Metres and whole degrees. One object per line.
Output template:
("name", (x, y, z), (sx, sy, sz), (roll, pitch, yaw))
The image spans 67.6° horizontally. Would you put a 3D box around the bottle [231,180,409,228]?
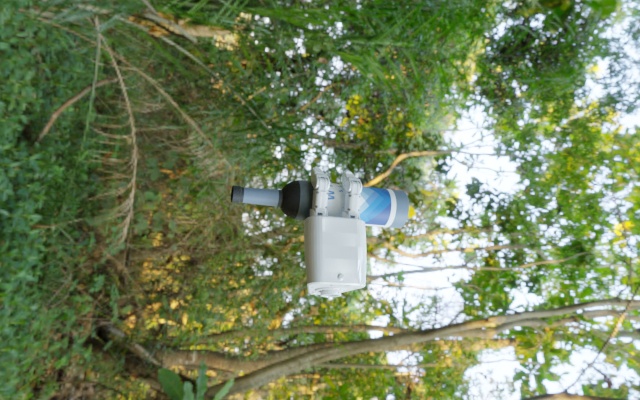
("bottle", (0.000, 0.003, 0.797), (0.296, 0.069, 0.069), (5, -2, -16))
